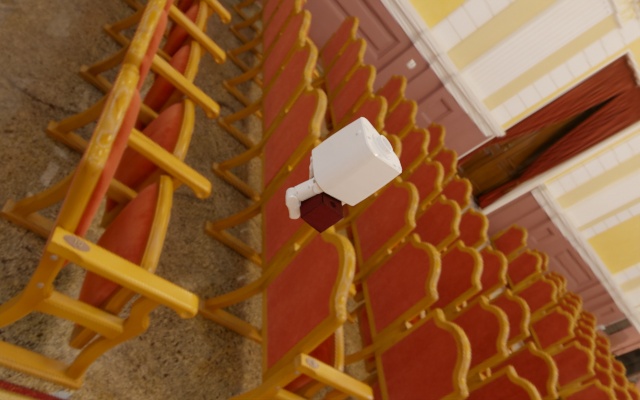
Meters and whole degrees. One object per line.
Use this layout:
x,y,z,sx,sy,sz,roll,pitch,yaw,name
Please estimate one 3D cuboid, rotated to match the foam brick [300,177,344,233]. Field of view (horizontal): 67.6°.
0.000,0.003,0.800,0.051,0.078,0.053,-33,-51,25,foam brick
